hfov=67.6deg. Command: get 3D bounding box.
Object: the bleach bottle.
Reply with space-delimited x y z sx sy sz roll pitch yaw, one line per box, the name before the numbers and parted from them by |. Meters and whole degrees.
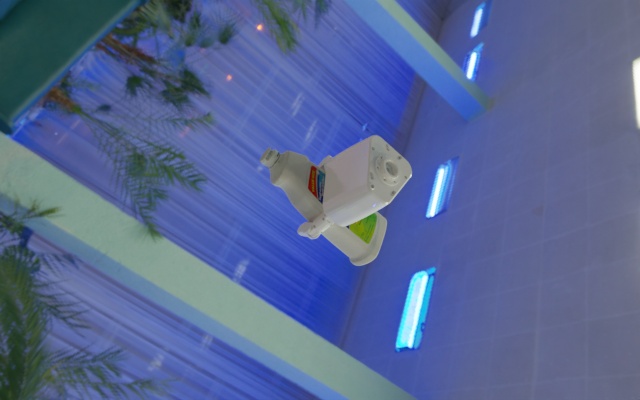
bleach bottle | 0.000 0.003 0.815 0.251 0.102 0.068 38 -37 -20
